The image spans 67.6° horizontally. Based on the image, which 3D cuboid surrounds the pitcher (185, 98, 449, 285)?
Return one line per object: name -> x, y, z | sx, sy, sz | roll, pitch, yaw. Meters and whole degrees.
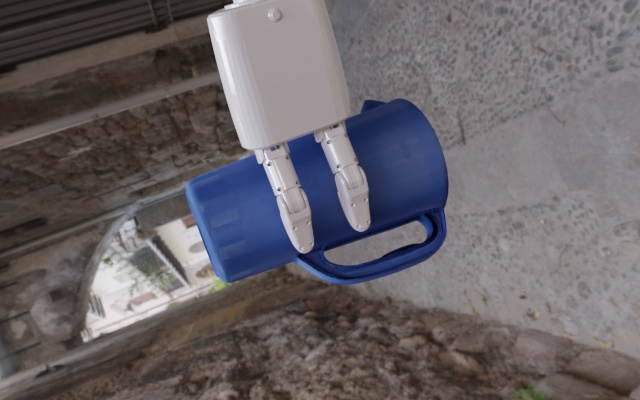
pitcher -> 0.000, 0.001, 0.484 | 0.243, 0.145, 0.149 | -20, 26, -13
